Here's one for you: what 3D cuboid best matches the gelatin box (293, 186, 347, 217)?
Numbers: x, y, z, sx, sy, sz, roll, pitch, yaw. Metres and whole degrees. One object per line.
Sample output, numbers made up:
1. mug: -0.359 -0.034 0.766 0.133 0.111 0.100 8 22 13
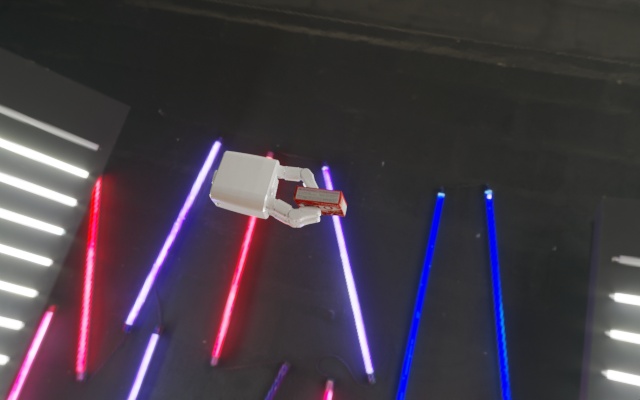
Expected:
1. gelatin box: 0.001 0.003 0.896 0.089 0.030 0.073 6 -19 13
